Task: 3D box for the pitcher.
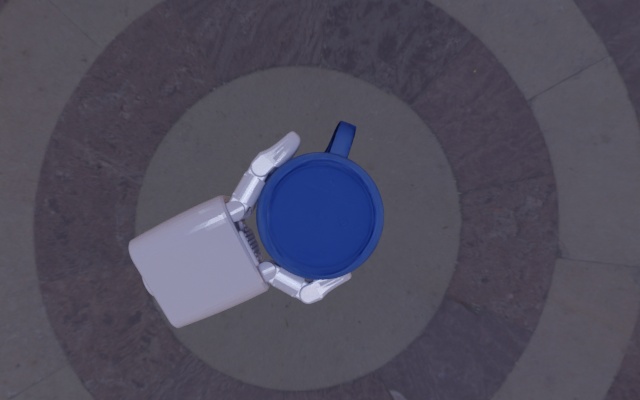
[{"bbox_3d":[0.000,0.002,0.510,0.145,0.149,0.243,-24,1,-1],"label":"pitcher"}]
